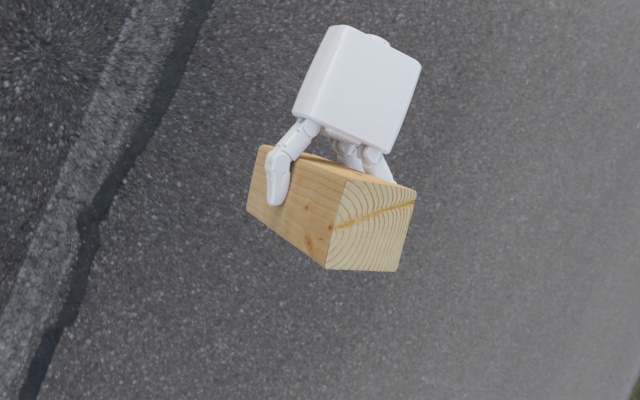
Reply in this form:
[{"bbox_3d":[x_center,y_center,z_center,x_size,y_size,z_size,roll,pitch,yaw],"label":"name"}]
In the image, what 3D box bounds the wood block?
[{"bbox_3d":[0.000,0.001,0.547,0.091,0.090,0.206,8,10,-32],"label":"wood block"}]
